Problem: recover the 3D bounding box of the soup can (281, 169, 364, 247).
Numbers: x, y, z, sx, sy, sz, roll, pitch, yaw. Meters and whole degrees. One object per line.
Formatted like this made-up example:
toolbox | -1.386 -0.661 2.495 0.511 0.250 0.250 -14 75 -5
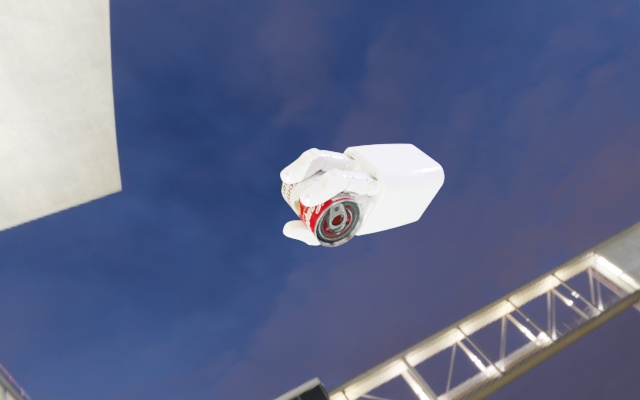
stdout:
soup can | -0.001 0.002 0.612 0.068 0.068 0.102 0 32 -34
